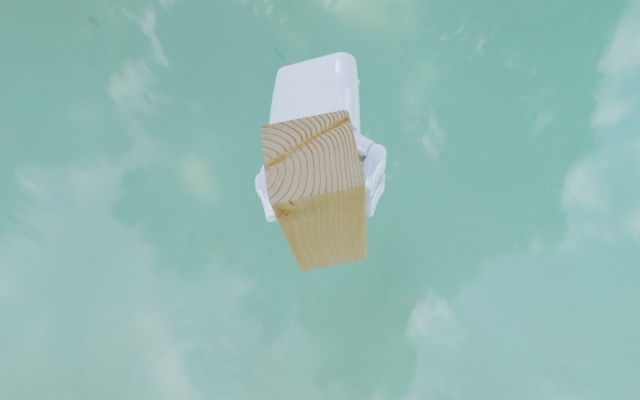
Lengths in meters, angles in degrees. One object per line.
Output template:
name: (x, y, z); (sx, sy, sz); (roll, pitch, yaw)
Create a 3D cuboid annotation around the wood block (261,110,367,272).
wood block: (0.000, 0.001, 0.540); (0.091, 0.090, 0.206); (-11, -26, 1)
